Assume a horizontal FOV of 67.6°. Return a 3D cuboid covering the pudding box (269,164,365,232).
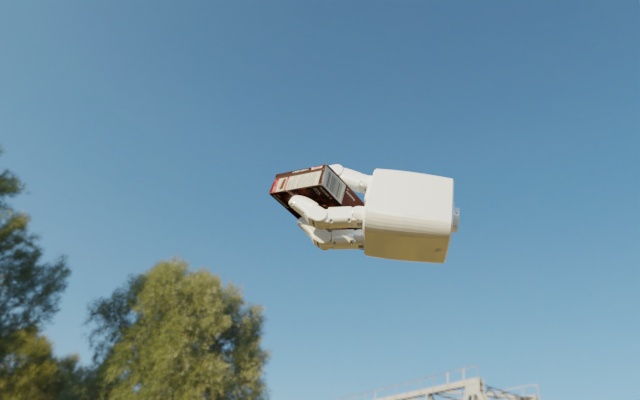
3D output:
[{"bbox_3d":[0.000,0.002,0.652,0.090,0.039,0.113,-9,-41,36],"label":"pudding box"}]
